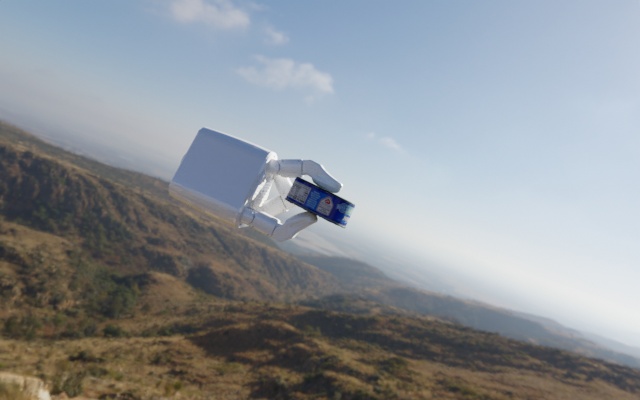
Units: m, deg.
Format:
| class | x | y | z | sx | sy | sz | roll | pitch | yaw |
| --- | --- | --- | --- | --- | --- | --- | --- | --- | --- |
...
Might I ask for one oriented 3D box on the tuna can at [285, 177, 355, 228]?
| class | x | y | z | sx | sy | sz | roll | pitch | yaw |
| --- | --- | --- | --- | --- | --- | --- | --- | --- | --- |
| tuna can | 0.000 | 0.001 | 0.608 | 0.086 | 0.034 | 0.086 | 26 | 1 | 0 |
